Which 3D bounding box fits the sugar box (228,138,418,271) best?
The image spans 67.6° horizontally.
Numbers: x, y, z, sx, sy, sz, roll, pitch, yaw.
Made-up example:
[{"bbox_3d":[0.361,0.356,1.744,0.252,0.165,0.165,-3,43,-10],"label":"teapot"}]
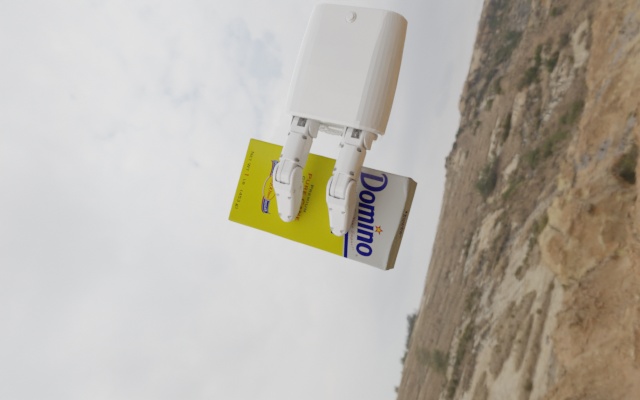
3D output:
[{"bbox_3d":[0.000,0.001,0.487,0.176,0.093,0.048,15,1,21],"label":"sugar box"}]
